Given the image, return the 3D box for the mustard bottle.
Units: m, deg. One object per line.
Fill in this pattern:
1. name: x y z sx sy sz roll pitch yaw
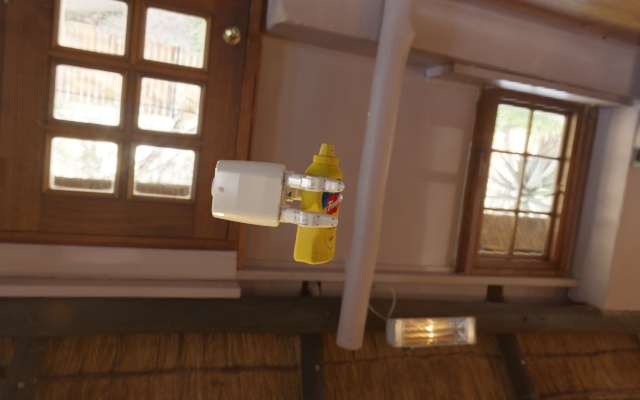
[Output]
1. mustard bottle: 0.000 0.003 0.784 0.058 0.191 0.096 9 6 24
